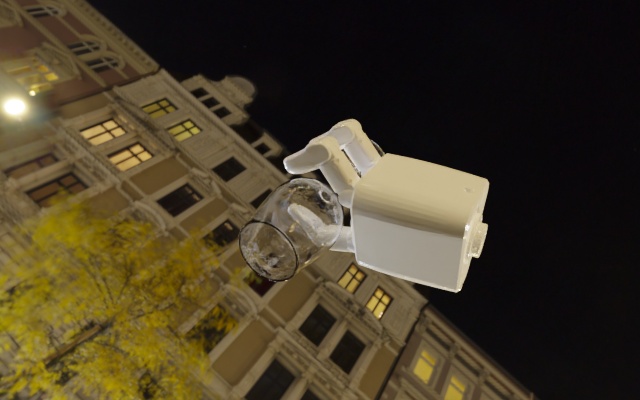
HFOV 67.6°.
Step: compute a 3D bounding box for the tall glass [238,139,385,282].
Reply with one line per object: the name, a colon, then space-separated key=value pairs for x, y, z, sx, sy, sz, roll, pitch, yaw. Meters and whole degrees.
tall glass: x=0.000 y=0.001 z=0.489 sx=0.079 sy=0.079 sz=0.201 roll=0 pitch=26 yaw=31
